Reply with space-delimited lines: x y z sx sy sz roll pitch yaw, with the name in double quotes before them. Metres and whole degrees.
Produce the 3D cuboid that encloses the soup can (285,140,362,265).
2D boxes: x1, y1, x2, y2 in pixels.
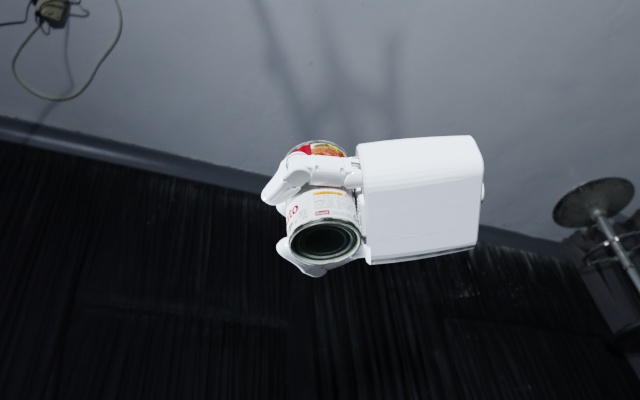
"soup can" 0.000 0.002 0.456 0.068 0.102 0.069 -4 -41 -3
